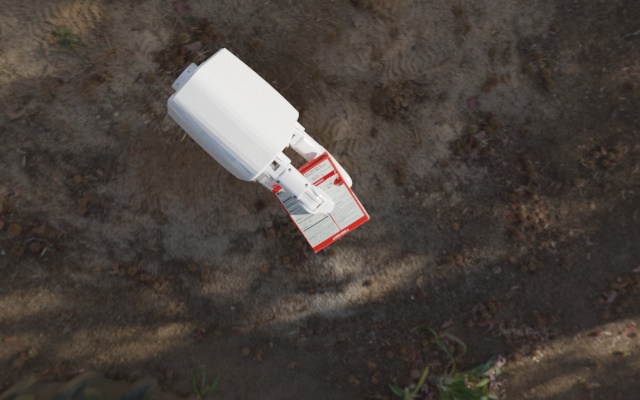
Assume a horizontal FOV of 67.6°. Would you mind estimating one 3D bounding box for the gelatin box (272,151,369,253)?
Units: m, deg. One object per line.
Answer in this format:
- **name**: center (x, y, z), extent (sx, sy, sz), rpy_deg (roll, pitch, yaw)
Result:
- **gelatin box**: center (0.000, 0.002, 0.533), extent (0.073, 0.089, 0.030), rpy_deg (-33, 14, 5)
